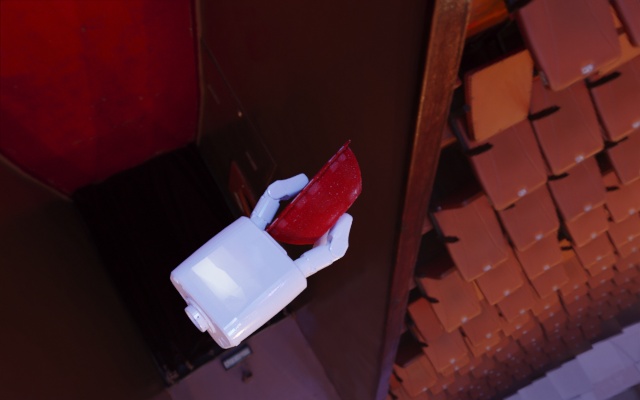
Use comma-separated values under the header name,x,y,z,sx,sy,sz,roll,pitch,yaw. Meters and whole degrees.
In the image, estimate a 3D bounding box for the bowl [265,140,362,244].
name,x,y,z,sx,sy,sz,roll,pitch,yaw
bowl,0.001,0.001,0.591,0.055,0.162,0.162,42,-2,-2
